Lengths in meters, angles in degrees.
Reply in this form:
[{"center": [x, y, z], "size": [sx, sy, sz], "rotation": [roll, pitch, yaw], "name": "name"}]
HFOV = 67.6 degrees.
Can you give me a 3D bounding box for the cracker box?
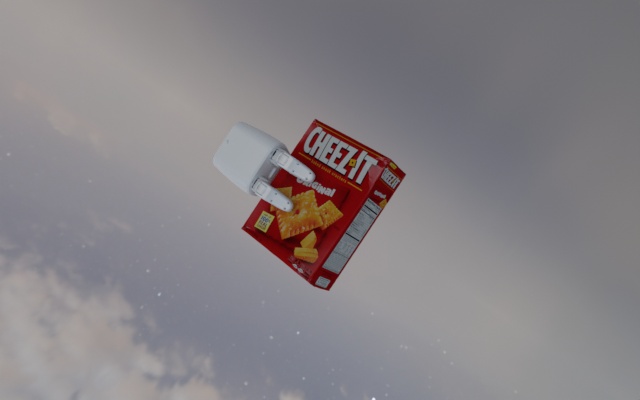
[{"center": [0.000, 0.003, 0.733], "size": [0.164, 0.213, 0.072], "rotation": [34, 1, 35], "name": "cracker box"}]
